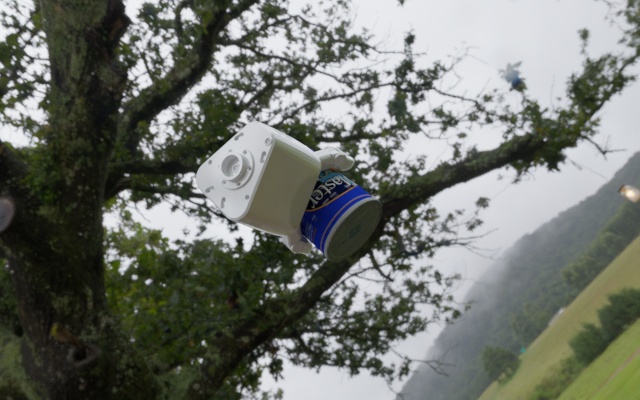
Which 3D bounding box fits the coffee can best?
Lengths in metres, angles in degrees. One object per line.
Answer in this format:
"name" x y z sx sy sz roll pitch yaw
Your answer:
"coffee can" 0.000 0.002 0.663 0.140 0.103 0.103 40 22 29
